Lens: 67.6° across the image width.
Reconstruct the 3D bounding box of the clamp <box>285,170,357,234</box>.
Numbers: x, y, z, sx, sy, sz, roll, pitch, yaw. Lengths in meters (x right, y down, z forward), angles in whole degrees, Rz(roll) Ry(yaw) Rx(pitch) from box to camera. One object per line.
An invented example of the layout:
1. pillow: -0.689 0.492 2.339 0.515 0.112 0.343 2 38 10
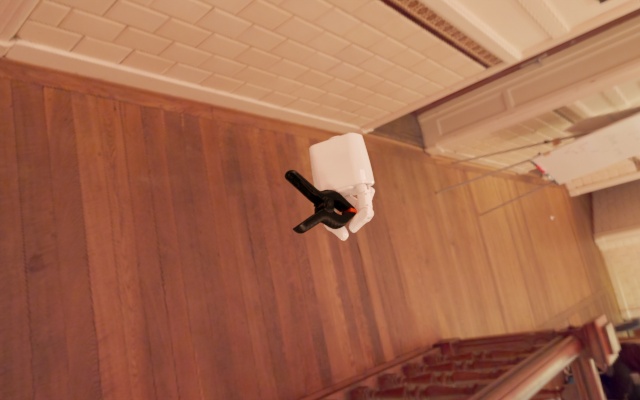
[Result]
1. clamp: 0.001 0.003 0.894 0.039 0.120 0.171 -21 -16 37
